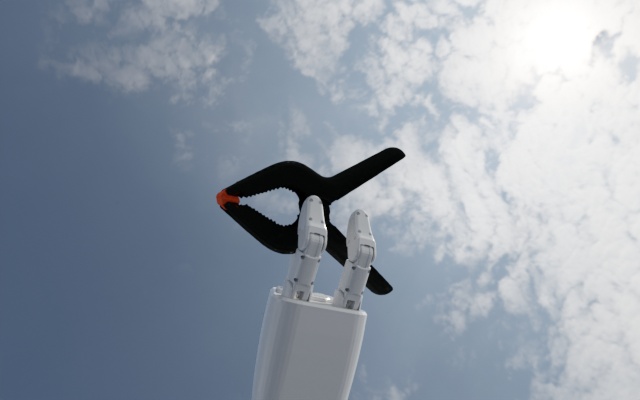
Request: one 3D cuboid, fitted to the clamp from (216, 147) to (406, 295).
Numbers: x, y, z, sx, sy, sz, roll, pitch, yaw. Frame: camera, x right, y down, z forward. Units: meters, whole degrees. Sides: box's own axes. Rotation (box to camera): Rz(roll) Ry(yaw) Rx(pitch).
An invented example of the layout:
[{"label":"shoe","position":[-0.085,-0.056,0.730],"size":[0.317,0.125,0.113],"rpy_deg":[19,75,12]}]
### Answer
[{"label":"clamp","position":[-0.001,0.002,0.501],"size":[0.210,0.164,0.036],"rpy_deg":[15,-9,-22]}]
